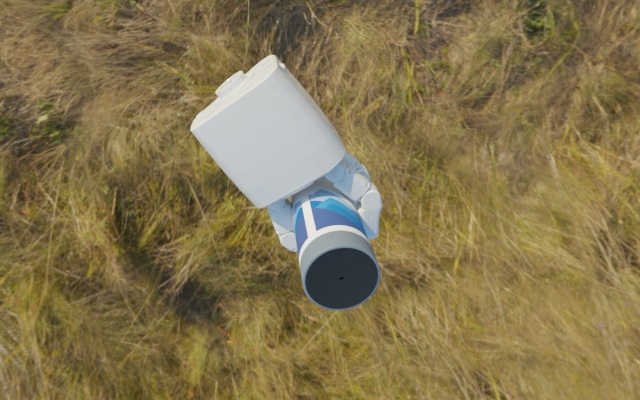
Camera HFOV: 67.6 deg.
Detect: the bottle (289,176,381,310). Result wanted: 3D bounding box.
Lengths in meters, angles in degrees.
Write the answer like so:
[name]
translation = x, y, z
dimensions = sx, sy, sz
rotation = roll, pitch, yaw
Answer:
[bottle]
translation = 0.000, 0.002, 0.529
dimensions = 0.069, 0.069, 0.295
rotation = 0, 26, -8
